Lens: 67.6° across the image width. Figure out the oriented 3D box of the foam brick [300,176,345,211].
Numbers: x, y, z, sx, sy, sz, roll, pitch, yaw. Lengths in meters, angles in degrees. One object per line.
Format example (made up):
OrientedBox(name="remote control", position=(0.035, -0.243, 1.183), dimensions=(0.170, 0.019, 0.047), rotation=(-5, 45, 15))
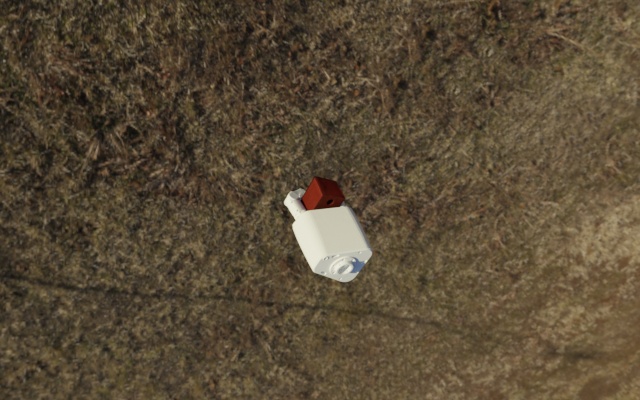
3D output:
OrientedBox(name="foam brick", position=(0.000, 0.003, 0.898), dimensions=(0.053, 0.078, 0.051), rotation=(9, 38, -33))
